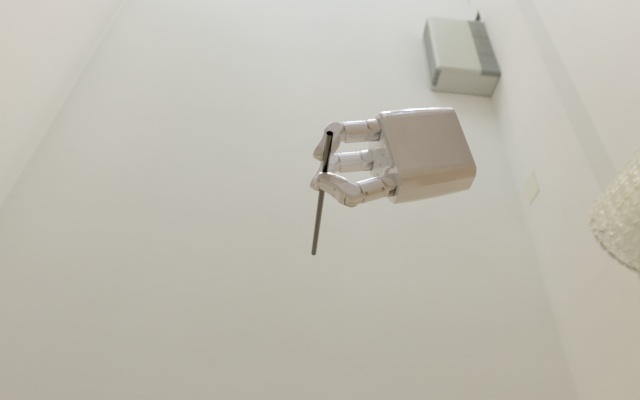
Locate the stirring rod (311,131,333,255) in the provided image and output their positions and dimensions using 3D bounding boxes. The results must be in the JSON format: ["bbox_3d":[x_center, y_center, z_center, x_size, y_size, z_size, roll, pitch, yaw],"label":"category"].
[{"bbox_3d":[0.000,0.002,0.624,0.011,0.011,0.240,0,-40,-6],"label":"stirring rod"}]
